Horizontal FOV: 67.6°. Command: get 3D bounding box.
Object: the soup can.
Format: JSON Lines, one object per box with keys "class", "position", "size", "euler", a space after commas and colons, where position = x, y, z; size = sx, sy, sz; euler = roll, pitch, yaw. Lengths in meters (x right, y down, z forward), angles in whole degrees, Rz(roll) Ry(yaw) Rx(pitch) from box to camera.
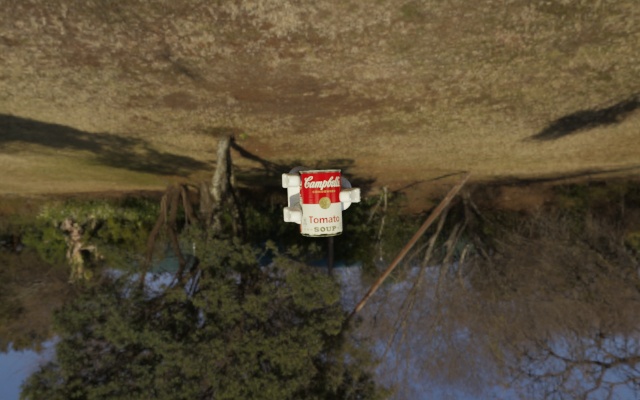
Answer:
{"class": "soup can", "position": [0.000, 0.003, 0.762], "size": [0.068, 0.102, 0.068], "euler": [-2, 4, 0]}
